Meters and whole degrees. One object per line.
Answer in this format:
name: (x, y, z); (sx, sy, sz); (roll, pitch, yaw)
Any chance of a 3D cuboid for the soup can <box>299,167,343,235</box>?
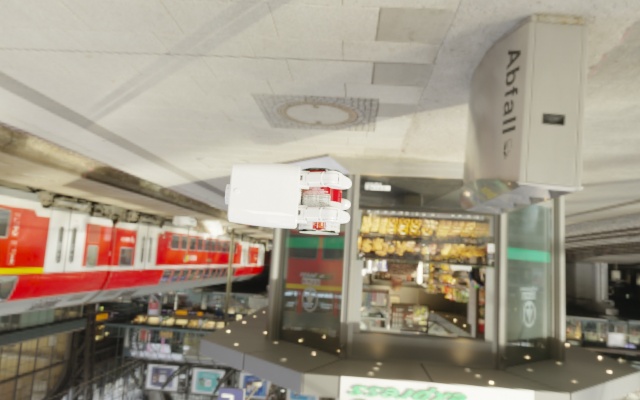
soup can: (0.001, 0.003, 0.776); (0.068, 0.102, 0.068); (3, -7, 0)
